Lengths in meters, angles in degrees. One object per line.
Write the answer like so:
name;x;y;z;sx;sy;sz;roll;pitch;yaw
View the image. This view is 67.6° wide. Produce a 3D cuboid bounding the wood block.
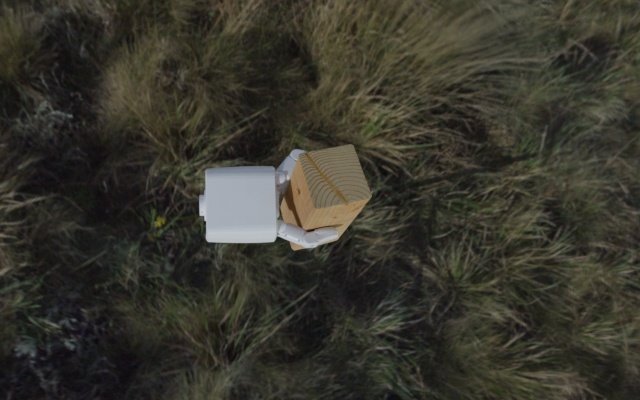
wood block;0.000;0.003;0.779;0.090;0.090;0.206;-12;-19;-17
